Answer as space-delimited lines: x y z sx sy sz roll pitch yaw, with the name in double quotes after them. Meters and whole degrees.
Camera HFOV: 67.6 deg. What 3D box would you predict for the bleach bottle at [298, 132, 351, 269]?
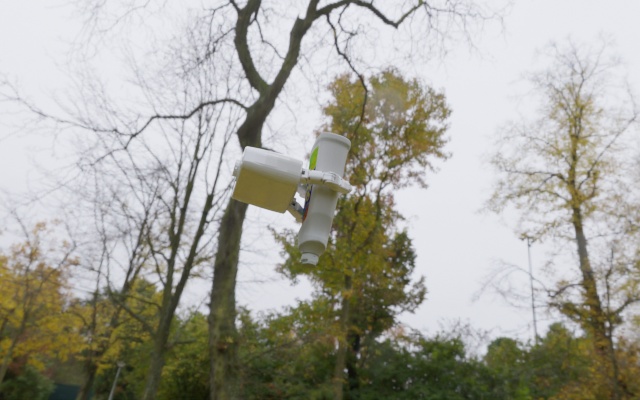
0.000 0.003 0.898 0.068 0.250 0.103 15 -27 -12 "bleach bottle"
